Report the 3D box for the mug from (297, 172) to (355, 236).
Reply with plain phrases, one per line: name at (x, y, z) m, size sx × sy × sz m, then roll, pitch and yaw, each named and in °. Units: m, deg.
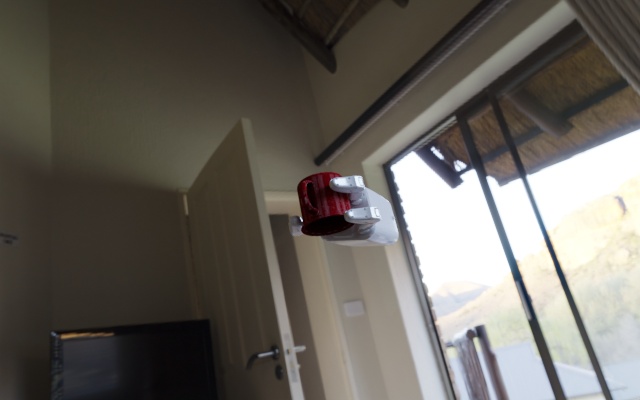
mug at (-0.001, 0.002, 0.782) m, size 0.093 × 0.081 × 0.117 m, roll -23°, pitch -25°, yaw 27°
